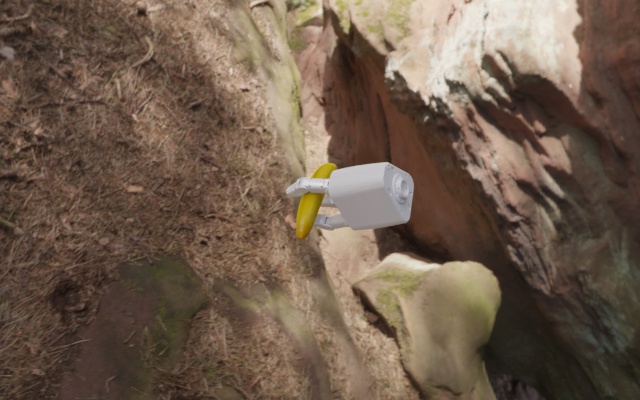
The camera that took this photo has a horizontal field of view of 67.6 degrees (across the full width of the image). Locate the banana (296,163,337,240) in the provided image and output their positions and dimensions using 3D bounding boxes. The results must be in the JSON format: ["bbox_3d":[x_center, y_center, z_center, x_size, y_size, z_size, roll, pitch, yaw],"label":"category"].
[{"bbox_3d":[-0.003,-0.014,0.878,0.037,0.070,0.197,2,38,24],"label":"banana"}]
